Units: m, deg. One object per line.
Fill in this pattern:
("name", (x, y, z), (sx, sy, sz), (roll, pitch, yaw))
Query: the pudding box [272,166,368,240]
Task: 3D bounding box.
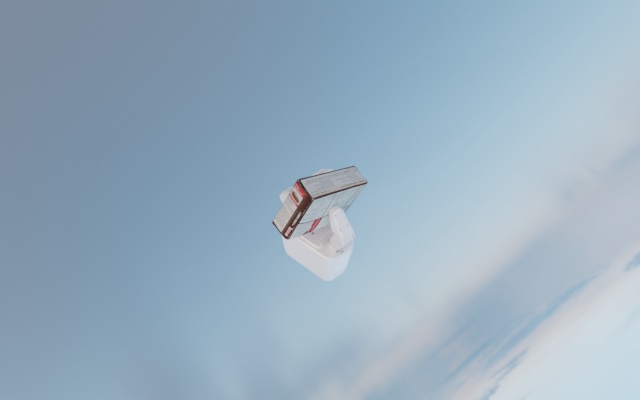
("pudding box", (0.000, 0.002, 0.653), (0.113, 0.039, 0.090), (-19, -29, -44))
